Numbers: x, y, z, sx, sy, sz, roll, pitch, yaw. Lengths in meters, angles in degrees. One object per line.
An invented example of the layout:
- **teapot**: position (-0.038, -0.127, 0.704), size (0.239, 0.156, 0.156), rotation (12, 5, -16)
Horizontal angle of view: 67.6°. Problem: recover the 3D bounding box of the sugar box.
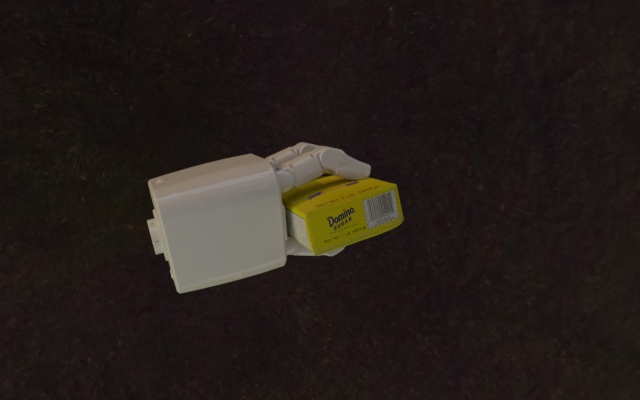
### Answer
- **sugar box**: position (0.000, 0.001, 0.496), size (0.093, 0.048, 0.176), rotation (-18, 18, -19)
